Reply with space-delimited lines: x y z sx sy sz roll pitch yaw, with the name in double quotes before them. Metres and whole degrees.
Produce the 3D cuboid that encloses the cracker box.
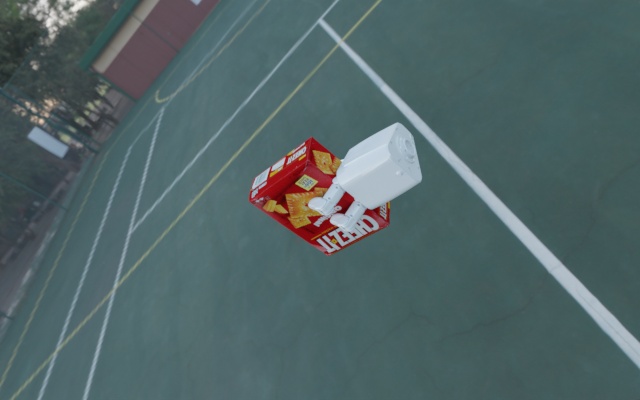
"cracker box" 0.000 0.003 0.887 0.214 0.072 0.164 37 -49 -28
